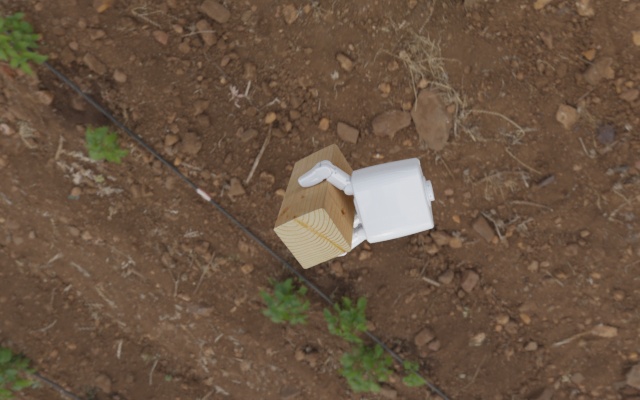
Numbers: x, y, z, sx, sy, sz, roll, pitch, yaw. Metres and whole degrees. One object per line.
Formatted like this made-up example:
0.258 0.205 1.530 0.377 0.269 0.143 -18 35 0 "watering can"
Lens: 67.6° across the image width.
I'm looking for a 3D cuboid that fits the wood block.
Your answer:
0.000 0.002 0.801 0.090 0.091 0.206 -24 27 21 "wood block"
